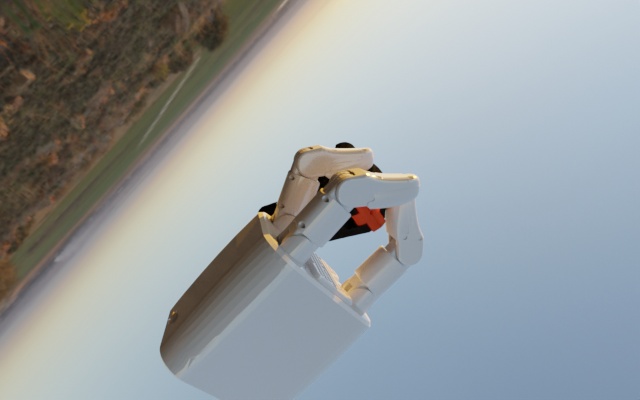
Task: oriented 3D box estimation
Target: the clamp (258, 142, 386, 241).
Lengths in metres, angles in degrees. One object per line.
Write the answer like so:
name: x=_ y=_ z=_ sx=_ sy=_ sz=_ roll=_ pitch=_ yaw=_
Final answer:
clamp: x=0.001 y=0.002 z=0.409 sx=0.120 sy=0.039 sz=0.171 roll=-43 pitch=16 yaw=2
